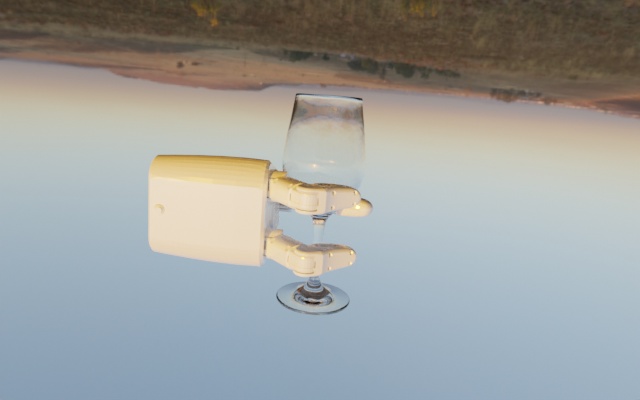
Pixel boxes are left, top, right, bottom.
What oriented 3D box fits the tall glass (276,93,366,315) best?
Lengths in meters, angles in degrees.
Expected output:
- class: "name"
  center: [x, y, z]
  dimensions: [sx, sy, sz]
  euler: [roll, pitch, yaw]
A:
- class: "tall glass"
  center: [0.000, 0.002, 0.457]
  dimensions: [0.079, 0.201, 0.079]
  euler: [5, 13, -1]
